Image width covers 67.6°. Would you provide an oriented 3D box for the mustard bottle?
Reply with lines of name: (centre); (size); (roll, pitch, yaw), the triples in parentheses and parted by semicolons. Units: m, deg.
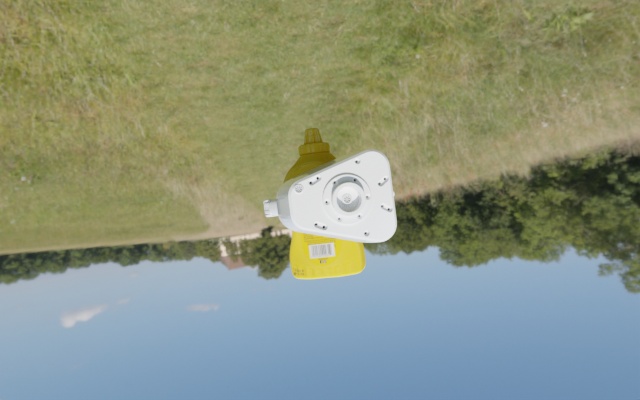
mustard bottle: (0.000, 0.002, 0.622); (0.096, 0.191, 0.058); (-7, 1, 15)
